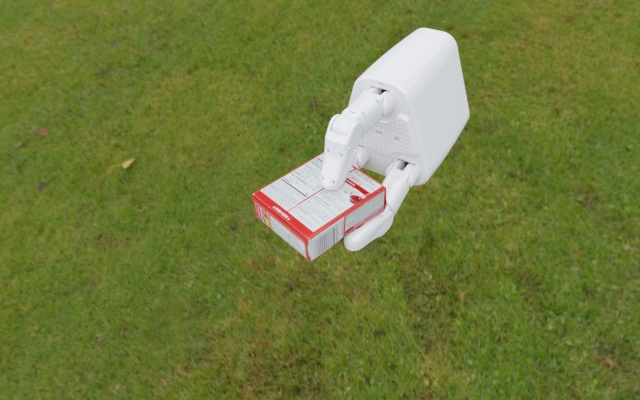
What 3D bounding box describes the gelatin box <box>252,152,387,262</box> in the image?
[{"bbox_3d":[0.000,0.001,0.402,0.089,0.030,0.073,-32,50,-28],"label":"gelatin box"}]
